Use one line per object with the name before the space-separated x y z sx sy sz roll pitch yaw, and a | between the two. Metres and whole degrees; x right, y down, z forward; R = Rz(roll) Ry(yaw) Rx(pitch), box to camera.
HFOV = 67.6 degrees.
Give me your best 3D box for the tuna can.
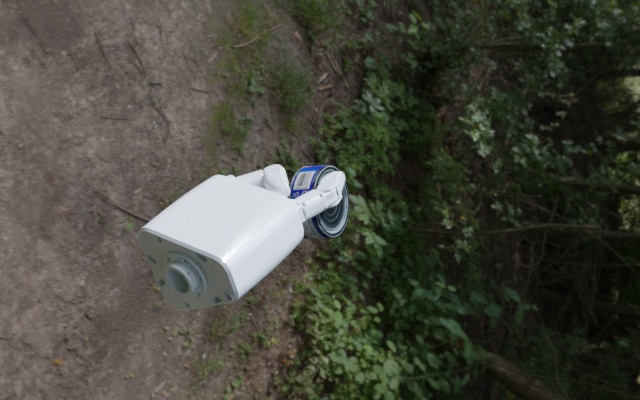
tuna can | 0.001 0.002 0.554 0.034 0.086 0.086 -3 -2 31
